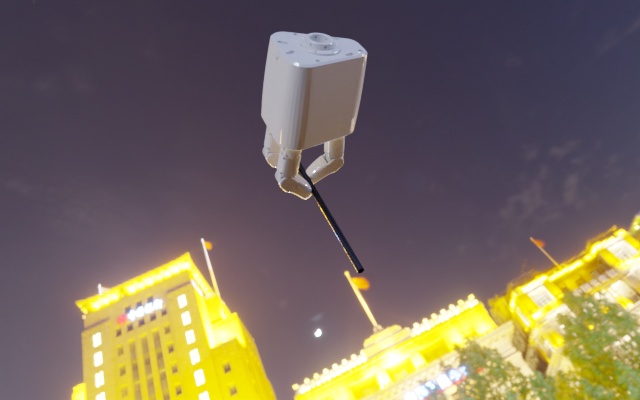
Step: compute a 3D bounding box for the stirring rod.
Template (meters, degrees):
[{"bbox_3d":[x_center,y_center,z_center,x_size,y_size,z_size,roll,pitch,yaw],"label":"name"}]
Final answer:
[{"bbox_3d":[0.000,0.002,0.611,0.011,0.011,0.239,0,39,-29],"label":"stirring rod"}]
